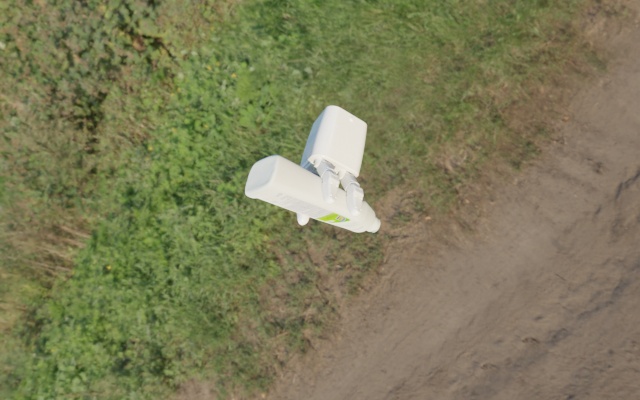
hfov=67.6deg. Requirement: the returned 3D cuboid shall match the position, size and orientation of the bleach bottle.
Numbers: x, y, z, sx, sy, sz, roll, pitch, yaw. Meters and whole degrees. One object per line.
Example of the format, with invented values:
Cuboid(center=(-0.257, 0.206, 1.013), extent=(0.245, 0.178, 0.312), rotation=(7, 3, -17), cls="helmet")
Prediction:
Cuboid(center=(0.000, 0.003, 0.843), extent=(0.251, 0.068, 0.102), rotation=(25, -22, -31), cls="bleach bottle")
